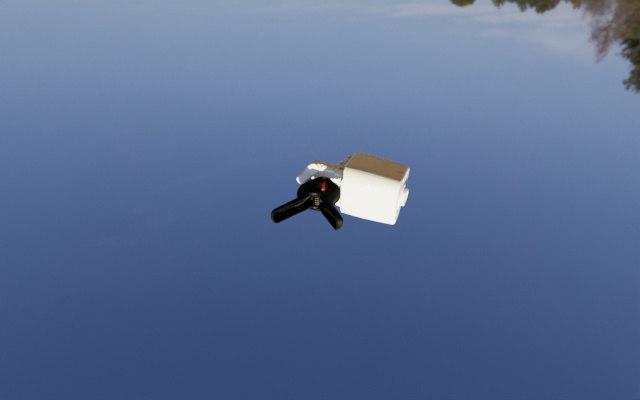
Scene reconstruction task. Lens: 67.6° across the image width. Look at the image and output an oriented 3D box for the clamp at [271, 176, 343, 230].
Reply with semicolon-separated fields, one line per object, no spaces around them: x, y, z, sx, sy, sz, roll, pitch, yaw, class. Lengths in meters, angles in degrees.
0.000;0.003;0.837;0.120;0.039;0.171;16;32;15;clamp
